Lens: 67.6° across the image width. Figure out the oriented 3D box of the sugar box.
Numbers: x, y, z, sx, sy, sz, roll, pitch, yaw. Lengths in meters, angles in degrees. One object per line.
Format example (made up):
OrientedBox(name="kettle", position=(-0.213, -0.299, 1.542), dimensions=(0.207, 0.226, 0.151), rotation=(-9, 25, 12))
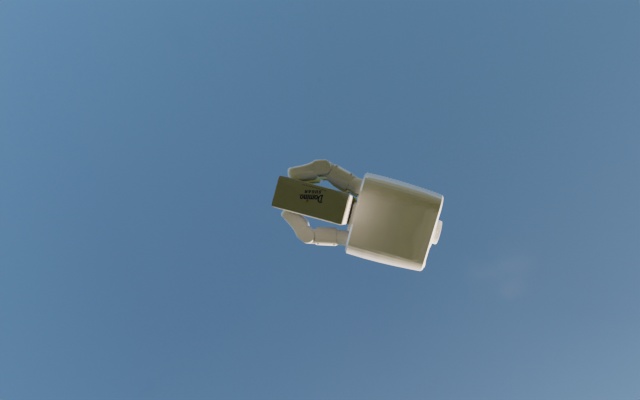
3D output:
OrientedBox(name="sugar box", position=(0.000, 0.002, 0.658), dimensions=(0.093, 0.048, 0.176), rotation=(15, -2, 8))
